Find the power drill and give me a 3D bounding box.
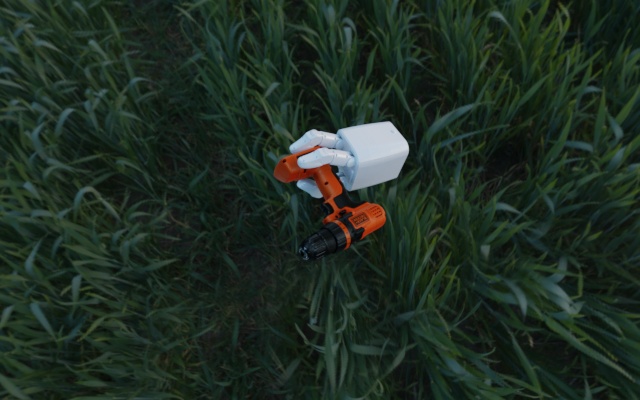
[{"bbox_3d":[0.000,0.002,0.826,0.184,0.187,0.057,-23,-20,-38],"label":"power drill"}]
